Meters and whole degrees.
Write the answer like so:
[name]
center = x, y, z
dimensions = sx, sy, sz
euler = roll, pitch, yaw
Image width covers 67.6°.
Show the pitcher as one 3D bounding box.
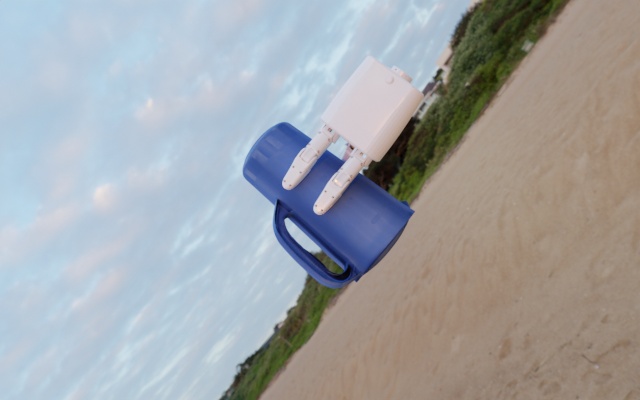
[pitcher]
center = 0.000, 0.002, 0.696
dimensions = 0.243, 0.145, 0.149
euler = 39, 15, 9
